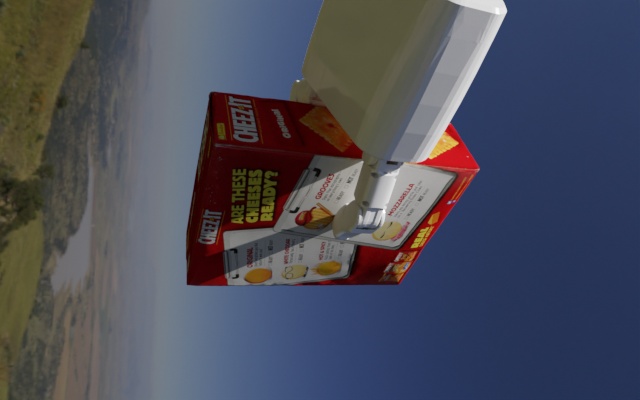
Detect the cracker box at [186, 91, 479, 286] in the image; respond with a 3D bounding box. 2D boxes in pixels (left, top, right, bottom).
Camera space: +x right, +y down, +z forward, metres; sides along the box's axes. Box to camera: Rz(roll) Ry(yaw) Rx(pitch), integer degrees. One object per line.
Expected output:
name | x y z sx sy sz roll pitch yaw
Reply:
cracker box | 0.000 0.002 0.418 0.214 0.072 0.164 4 -45 -21
